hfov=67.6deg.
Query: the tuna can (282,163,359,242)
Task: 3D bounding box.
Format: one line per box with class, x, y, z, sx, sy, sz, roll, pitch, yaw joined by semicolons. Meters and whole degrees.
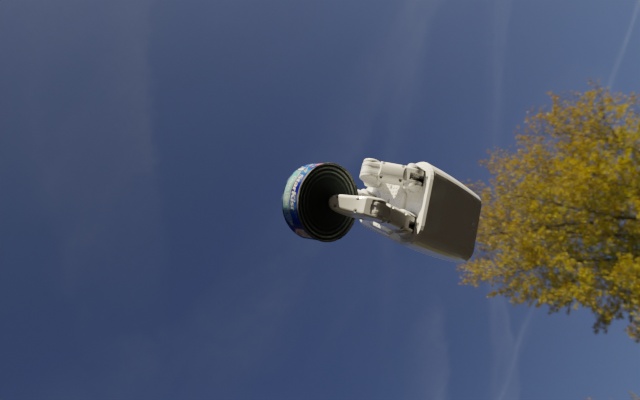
tuna can;0.000;0.002;0.525;0.086;0.086;0.034;0;2;-39
